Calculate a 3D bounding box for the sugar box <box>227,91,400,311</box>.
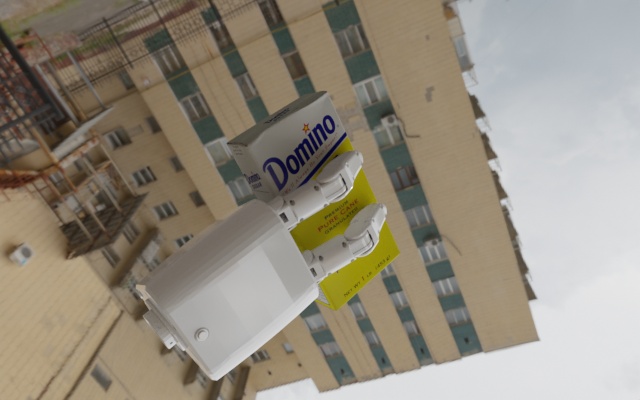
[{"bbox_3d":[0.000,0.002,0.433,0.093,0.176,0.048,-38,26,-25],"label":"sugar box"}]
